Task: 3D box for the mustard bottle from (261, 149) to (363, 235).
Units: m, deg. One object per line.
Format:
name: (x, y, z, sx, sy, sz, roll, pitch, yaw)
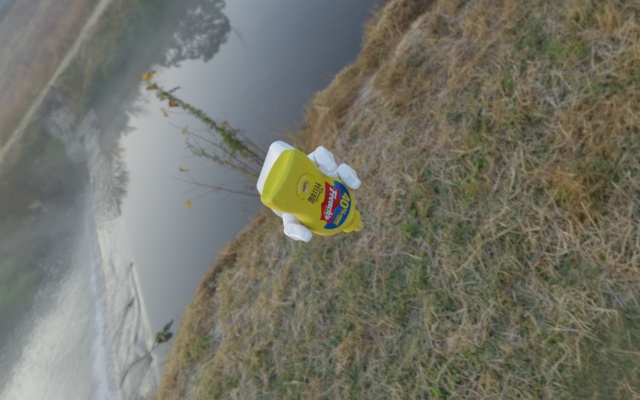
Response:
mustard bottle: (0.000, 0.002, 0.772, 0.192, 0.096, 0.058, 33, -18, -34)
